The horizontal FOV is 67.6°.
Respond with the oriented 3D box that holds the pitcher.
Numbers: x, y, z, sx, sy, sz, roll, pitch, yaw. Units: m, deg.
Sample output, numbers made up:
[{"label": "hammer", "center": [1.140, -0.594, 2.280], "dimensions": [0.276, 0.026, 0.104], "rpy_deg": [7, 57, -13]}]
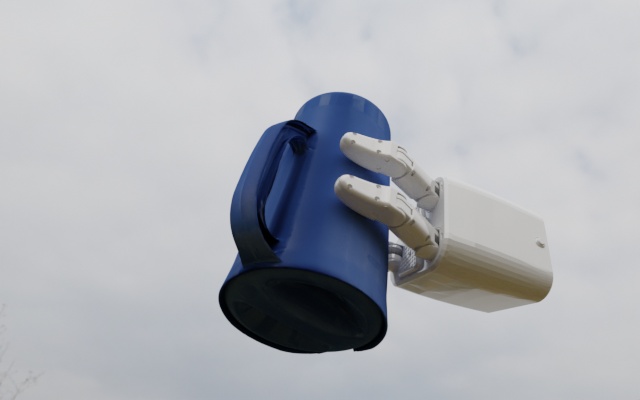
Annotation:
[{"label": "pitcher", "center": [0.000, 0.002, 0.438], "dimensions": [0.145, 0.242, 0.149], "rpy_deg": [19, -42, -7]}]
